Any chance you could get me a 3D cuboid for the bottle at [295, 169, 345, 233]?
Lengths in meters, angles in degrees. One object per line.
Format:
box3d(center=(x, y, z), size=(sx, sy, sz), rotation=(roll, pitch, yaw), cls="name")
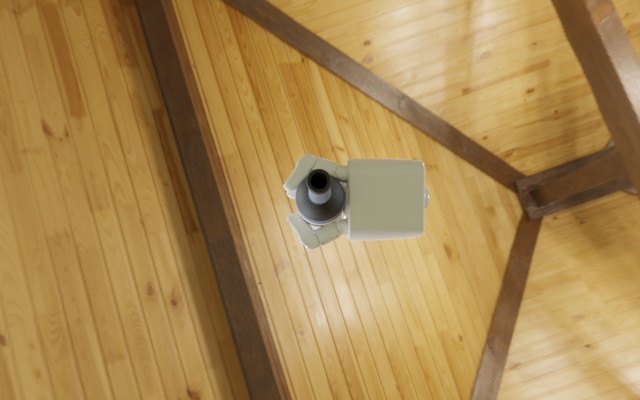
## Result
box3d(center=(0.000, 0.002, 0.670), size=(0.069, 0.069, 0.296), rotation=(0, -9, 1), cls="bottle")
